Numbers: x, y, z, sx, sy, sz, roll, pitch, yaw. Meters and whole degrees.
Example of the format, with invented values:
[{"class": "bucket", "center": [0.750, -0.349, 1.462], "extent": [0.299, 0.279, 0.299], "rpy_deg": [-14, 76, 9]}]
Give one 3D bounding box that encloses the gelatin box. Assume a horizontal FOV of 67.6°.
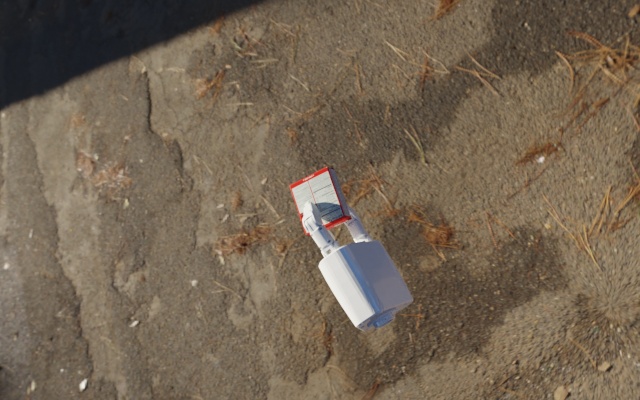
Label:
[{"class": "gelatin box", "center": [0.000, 0.002, 0.747], "extent": [0.073, 0.089, 0.030], "rpy_deg": [-26, -16, 23]}]
